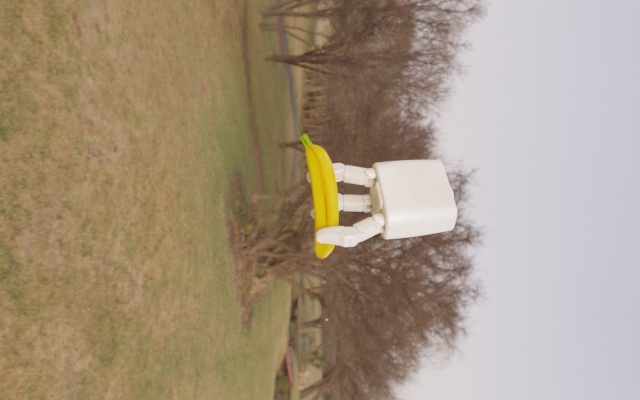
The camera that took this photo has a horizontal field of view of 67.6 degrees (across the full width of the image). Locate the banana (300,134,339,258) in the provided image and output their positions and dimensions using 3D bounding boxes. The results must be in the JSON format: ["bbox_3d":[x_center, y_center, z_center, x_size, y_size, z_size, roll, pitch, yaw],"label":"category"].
[{"bbox_3d":[0.004,0.005,0.697,0.037,0.198,0.069,-10,20,-11],"label":"banana"}]
